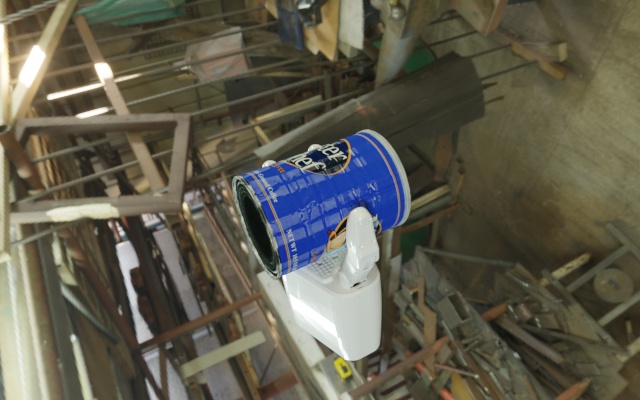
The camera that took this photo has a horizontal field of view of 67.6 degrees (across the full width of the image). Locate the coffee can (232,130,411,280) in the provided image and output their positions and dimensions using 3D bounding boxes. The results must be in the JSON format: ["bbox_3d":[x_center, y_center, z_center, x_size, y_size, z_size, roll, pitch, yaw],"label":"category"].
[{"bbox_3d":[0.000,0.001,0.461,0.140,0.103,0.103,-22,8,-20],"label":"coffee can"}]
